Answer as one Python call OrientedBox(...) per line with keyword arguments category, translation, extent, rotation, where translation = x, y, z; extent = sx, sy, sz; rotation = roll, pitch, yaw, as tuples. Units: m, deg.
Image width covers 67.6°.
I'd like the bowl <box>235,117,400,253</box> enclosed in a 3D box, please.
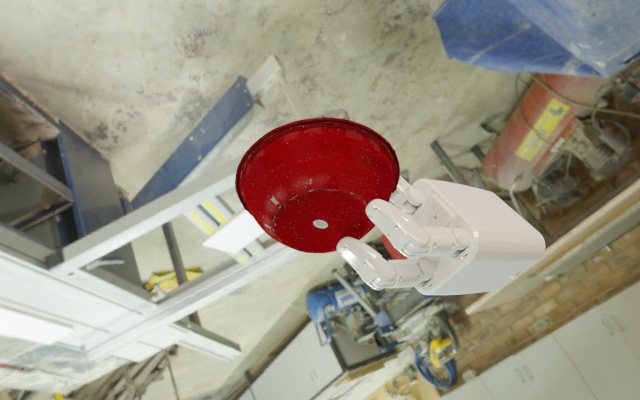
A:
OrientedBox(category="bowl", translation=(-0.001, 0.002, 0.452), extent=(0.162, 0.055, 0.162), rotation=(-4, -42, -3))
